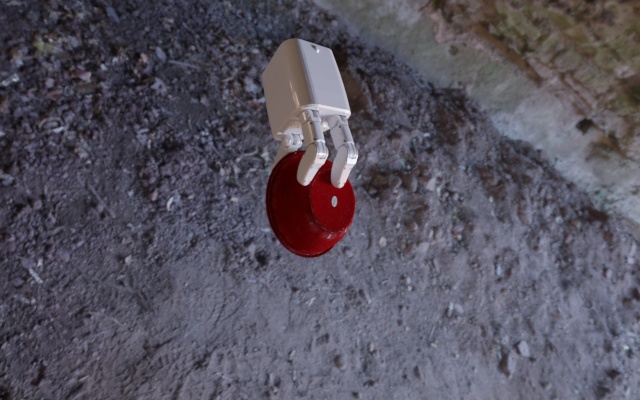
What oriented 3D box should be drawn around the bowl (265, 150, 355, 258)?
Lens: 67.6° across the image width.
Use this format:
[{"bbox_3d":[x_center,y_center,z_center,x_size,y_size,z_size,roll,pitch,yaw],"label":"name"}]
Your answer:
[{"bbox_3d":[0.001,0.004,0.691,0.162,0.162,0.055,0,-5,-44],"label":"bowl"}]
